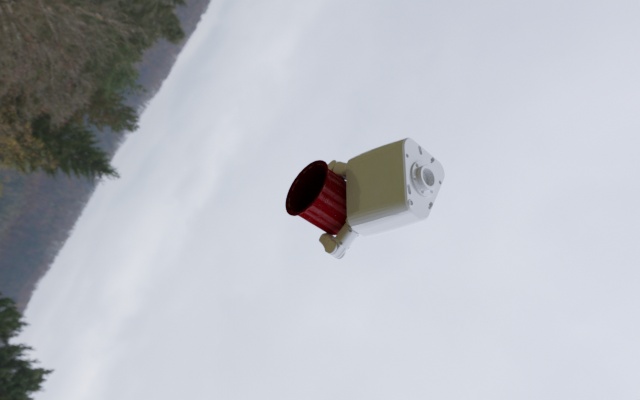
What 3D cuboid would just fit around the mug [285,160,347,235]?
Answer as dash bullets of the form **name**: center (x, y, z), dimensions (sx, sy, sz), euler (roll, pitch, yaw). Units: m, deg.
- **mug**: center (-0.001, 0.003, 0.718), dimensions (0.081, 0.093, 0.117), euler (33, -32, -30)
